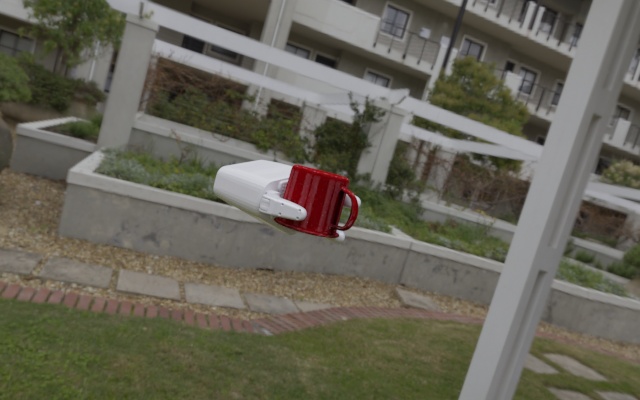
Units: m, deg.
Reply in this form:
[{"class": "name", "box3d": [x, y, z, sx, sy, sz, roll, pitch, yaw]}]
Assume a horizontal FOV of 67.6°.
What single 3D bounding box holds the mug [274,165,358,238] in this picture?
[{"class": "mug", "box3d": [0.001, 0.002, 0.645, 0.117, 0.081, 0.093, 19, 6, 37]}]
